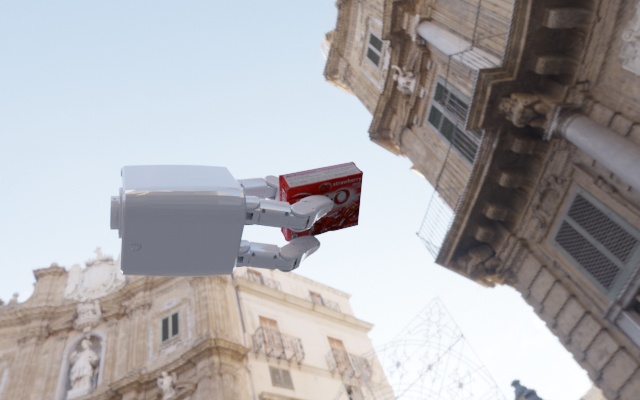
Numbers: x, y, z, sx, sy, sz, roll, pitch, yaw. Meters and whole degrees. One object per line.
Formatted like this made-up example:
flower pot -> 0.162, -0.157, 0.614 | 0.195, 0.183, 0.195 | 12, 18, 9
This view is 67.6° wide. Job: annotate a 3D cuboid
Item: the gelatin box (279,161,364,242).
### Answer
gelatin box -> 0.000, 0.001, 0.522 | 0.089, 0.073, 0.030 | -12, 39, -19
